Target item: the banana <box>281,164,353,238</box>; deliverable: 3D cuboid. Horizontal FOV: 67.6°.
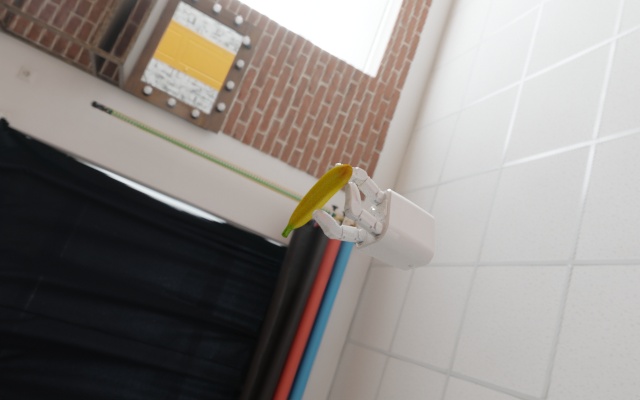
[{"bbox_3d":[0.001,-0.007,0.830,0.037,0.069,0.198,32,-54,-15],"label":"banana"}]
